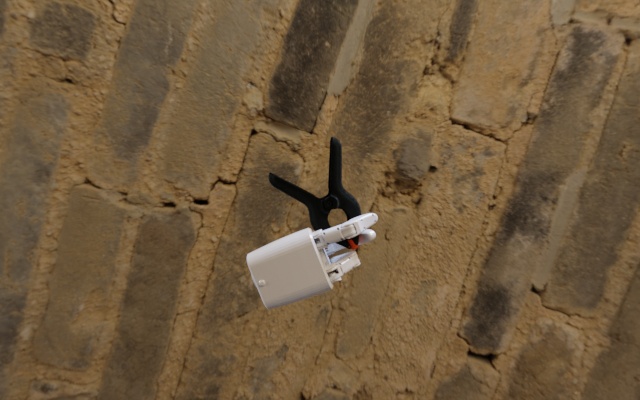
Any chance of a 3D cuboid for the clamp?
[{"bbox_3d":[0.000,0.002,0.726,0.120,0.171,0.039,-21,5,4],"label":"clamp"}]
